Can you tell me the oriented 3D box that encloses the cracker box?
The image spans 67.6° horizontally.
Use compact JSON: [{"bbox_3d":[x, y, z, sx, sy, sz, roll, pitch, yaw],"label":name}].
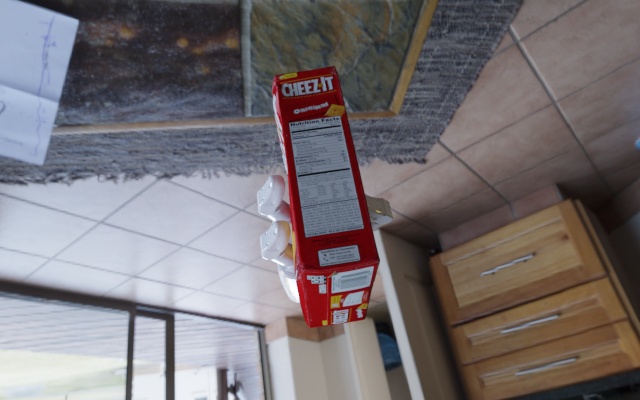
[{"bbox_3d":[0.000,0.002,0.487,0.072,0.213,0.164,-8,-29,-3],"label":"cracker box"}]
